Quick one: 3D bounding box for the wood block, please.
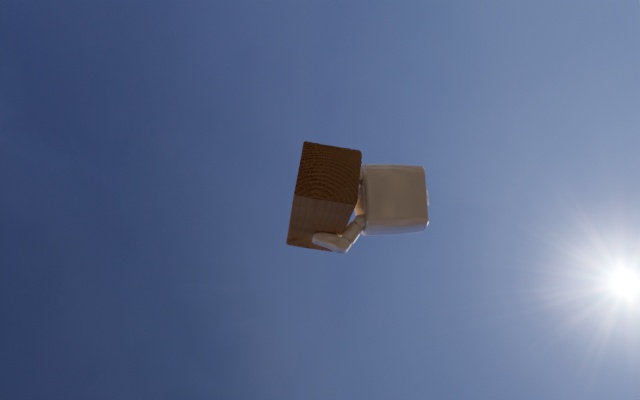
[{"bbox_3d":[0.000,0.003,0.766,0.090,0.090,0.206,9,-26,-3],"label":"wood block"}]
